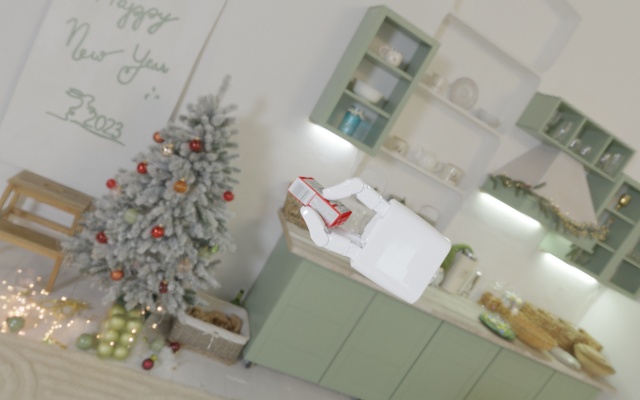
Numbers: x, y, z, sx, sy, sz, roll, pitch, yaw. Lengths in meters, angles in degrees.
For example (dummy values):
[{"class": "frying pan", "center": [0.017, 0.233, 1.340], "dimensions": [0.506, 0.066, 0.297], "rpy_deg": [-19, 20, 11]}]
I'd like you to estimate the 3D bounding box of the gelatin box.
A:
[{"class": "gelatin box", "center": [0.000, 0.002, 0.718], "dimensions": [0.089, 0.030, 0.073], "rpy_deg": [42, 12, 10]}]
